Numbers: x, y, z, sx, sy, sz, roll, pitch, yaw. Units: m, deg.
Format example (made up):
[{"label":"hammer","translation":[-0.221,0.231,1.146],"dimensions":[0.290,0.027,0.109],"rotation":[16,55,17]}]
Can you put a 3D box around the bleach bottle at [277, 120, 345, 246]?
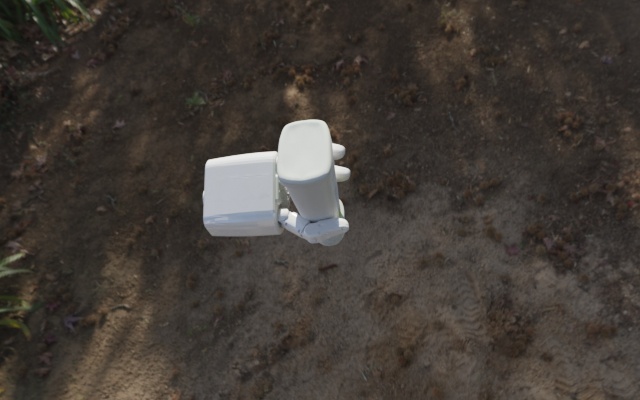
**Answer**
[{"label":"bleach bottle","translation":[0.000,0.002,0.684],"dimensions":[0.068,0.102,0.251],"rotation":[-5,-33,8]}]
